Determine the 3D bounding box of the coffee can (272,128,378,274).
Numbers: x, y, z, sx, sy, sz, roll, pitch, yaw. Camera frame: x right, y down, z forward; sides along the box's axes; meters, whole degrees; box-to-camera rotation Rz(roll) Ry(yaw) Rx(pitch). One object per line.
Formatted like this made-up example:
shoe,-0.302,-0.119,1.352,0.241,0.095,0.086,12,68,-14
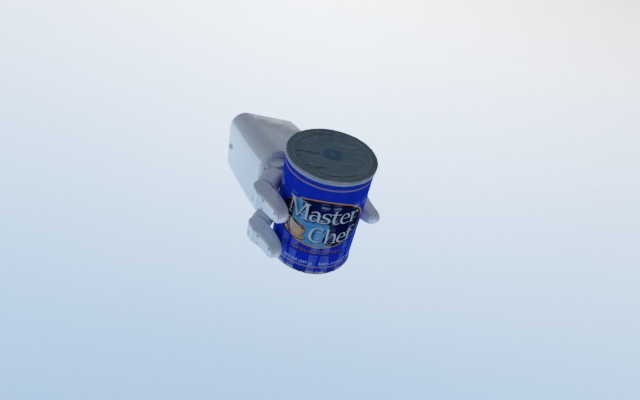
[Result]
coffee can,0.000,0.002,0.561,0.103,0.140,0.102,9,38,-7
